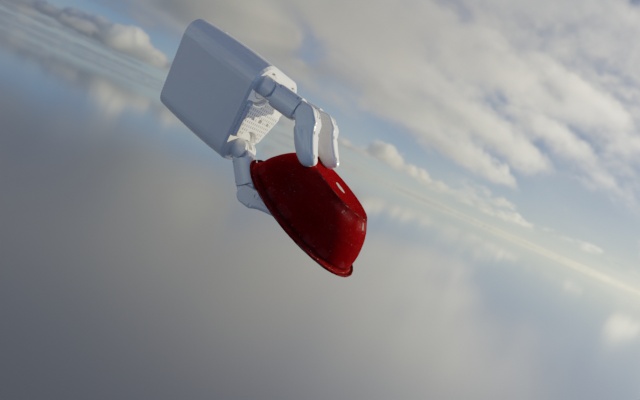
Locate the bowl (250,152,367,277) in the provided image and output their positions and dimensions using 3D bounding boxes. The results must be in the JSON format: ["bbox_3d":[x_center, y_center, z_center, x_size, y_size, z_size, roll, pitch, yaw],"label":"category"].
[{"bbox_3d":[0.001,0.002,0.510,0.055,0.162,0.162,-40,-10,12],"label":"bowl"}]
